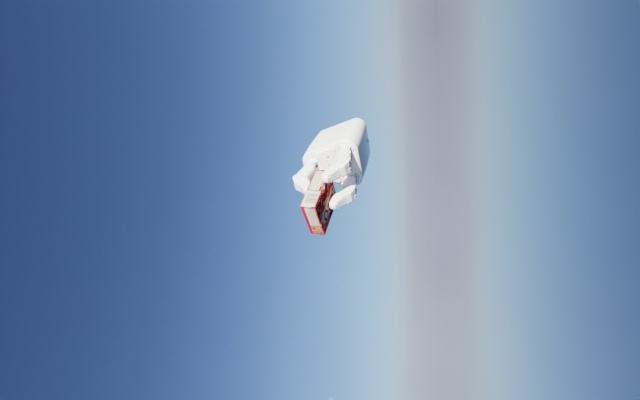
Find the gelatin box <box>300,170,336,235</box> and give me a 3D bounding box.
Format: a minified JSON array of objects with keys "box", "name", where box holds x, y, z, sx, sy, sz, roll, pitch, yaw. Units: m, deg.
[{"box":[0.000,0.003,0.822,0.030,0.089,0.073,4,-41,21],"name":"gelatin box"}]
